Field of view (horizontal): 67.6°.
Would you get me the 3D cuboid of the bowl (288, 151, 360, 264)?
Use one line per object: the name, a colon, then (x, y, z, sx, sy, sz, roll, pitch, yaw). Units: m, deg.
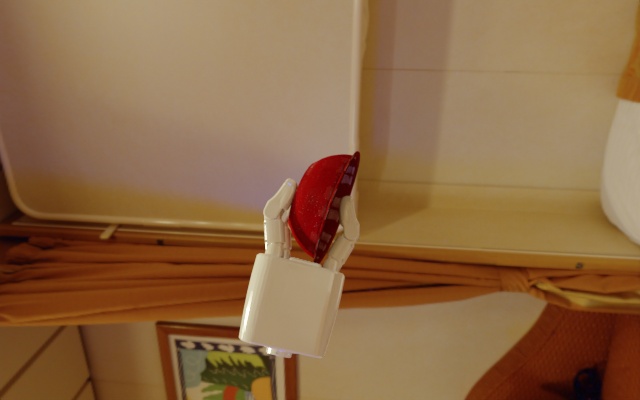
bowl: (0.000, 0.001, 0.639, 0.055, 0.162, 0.162, 21, 4, 9)
